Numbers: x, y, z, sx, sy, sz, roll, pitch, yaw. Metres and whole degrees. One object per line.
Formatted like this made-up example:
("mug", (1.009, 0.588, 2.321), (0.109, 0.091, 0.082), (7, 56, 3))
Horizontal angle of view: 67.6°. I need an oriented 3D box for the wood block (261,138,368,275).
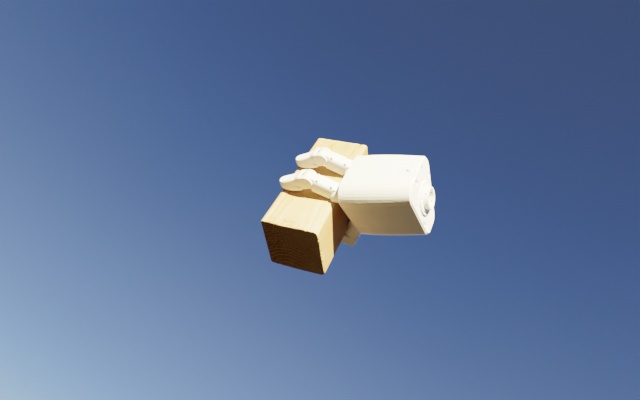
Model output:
("wood block", (0.001, 0.003, 0.744), (0.090, 0.091, 0.206), (11, 45, 21))
